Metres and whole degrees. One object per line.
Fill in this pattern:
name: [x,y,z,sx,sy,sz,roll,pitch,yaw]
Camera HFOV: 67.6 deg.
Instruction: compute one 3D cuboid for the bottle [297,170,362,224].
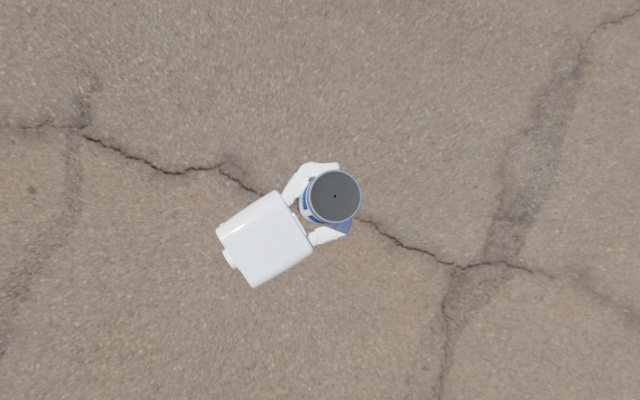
bottle: [0.000,0.002,0.729,0.069,0.069,0.296,0,-3,-7]
